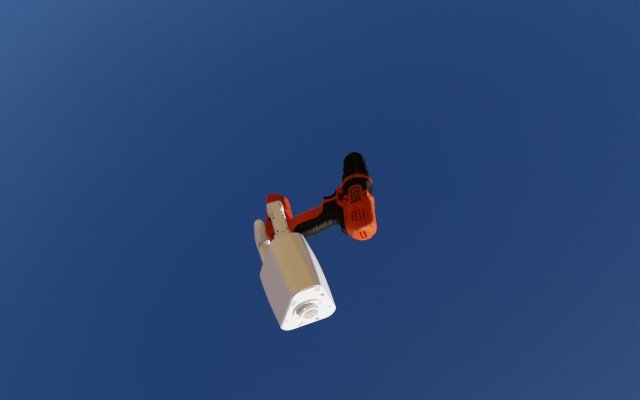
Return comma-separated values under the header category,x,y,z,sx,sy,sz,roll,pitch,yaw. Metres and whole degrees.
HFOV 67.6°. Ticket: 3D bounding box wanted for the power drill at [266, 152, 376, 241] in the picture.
category,x,y,z,sx,sy,sz,roll,pitch,yaw
power drill,0.000,0.003,0.824,0.187,0.184,0.057,-17,-46,14
